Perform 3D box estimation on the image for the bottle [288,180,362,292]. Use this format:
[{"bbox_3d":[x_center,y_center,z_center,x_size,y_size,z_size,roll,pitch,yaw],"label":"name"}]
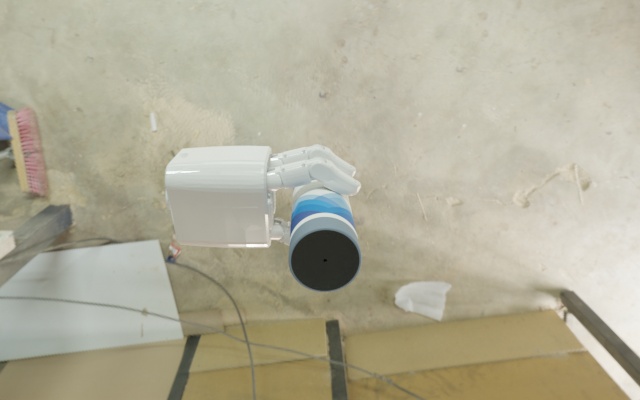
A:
[{"bbox_3d":[0.000,0.002,0.566,0.069,0.069,0.295,0,21,-2],"label":"bottle"}]
